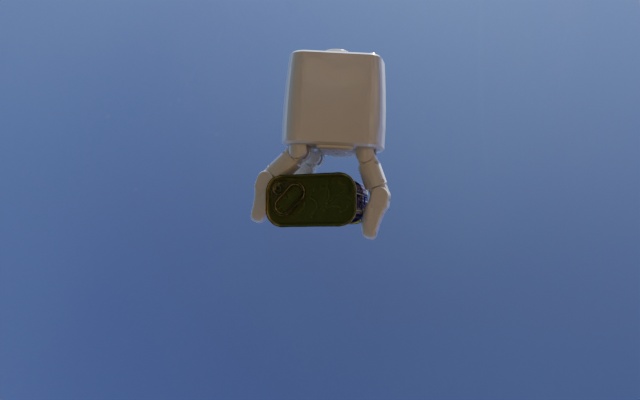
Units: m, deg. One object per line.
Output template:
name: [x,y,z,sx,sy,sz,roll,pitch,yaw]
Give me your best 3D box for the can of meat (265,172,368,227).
can of meat: [0.000,0.002,0.547,0.102,0.057,0.084,-2,-4,17]
